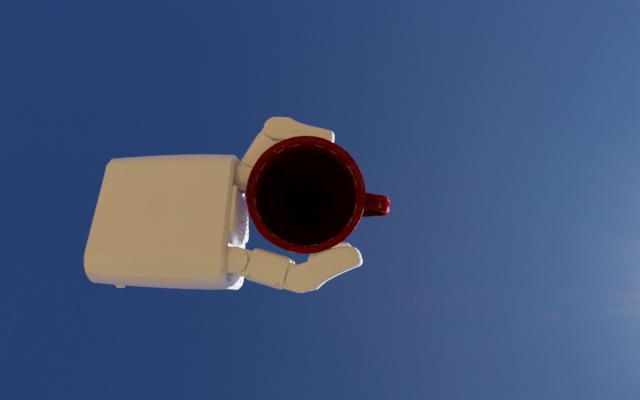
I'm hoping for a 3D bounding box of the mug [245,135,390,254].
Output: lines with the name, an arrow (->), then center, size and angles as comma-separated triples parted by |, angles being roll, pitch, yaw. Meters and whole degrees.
mug -> 0.002, 0.001, 0.408 | 0.117, 0.093, 0.081 | 2, -9, 0
